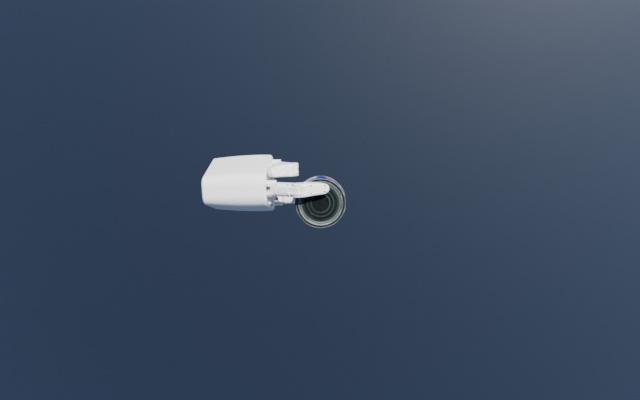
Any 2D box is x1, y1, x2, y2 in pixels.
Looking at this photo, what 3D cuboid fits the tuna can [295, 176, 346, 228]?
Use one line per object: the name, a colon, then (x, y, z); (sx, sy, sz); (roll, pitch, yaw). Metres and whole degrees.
tuna can: (0.000, 0.003, 0.794); (0.086, 0.086, 0.033); (0, 8, 0)
